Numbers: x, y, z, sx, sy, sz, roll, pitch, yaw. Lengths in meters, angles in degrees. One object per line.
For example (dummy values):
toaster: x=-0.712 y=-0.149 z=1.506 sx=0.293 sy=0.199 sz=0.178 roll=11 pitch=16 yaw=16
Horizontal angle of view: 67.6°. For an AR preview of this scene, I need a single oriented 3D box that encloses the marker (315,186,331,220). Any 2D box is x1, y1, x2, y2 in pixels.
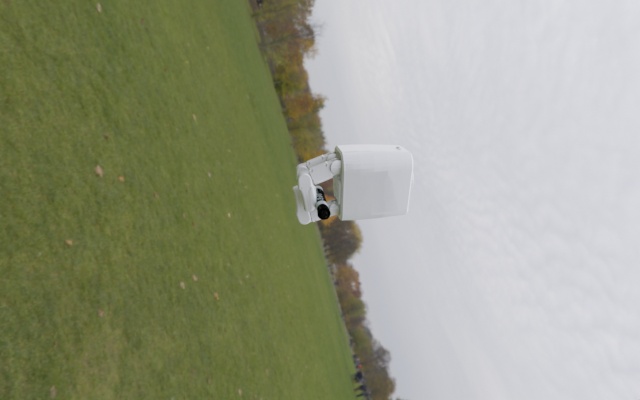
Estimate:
marker: x=0.000 y=0.002 z=0.718 sx=0.020 sy=0.020 sz=0.121 roll=0 pitch=17 yaw=-6
